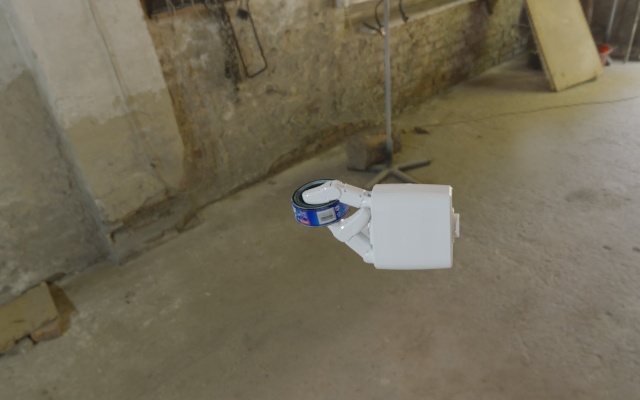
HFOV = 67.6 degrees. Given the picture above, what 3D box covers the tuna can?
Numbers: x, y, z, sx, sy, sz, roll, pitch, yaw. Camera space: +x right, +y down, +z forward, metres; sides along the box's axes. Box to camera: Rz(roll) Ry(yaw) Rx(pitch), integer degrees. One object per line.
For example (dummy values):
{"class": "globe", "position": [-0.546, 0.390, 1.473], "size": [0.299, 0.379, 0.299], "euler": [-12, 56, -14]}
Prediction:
{"class": "tuna can", "position": [0.000, 0.002, 0.715], "size": [0.086, 0.034, 0.086], "euler": [-10, 31, 6]}
